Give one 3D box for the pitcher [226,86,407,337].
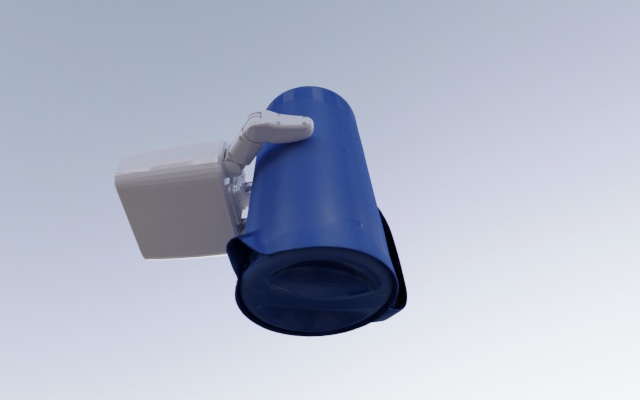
[{"bbox_3d":[0.000,0.002,0.472,0.145,0.242,0.149,-7,-44,4],"label":"pitcher"}]
